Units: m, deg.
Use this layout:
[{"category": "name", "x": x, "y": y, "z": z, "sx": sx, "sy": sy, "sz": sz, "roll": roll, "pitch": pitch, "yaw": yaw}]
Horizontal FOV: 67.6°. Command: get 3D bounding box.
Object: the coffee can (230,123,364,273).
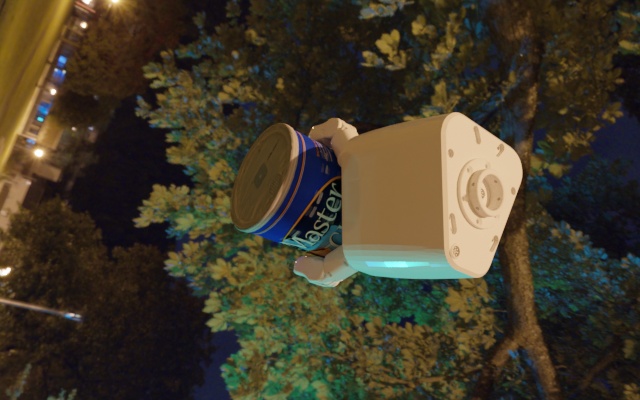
[{"category": "coffee can", "x": 0.000, "y": 0.002, "z": 0.459, "sx": 0.140, "sy": 0.103, "sz": 0.103, "roll": 23, "pitch": -13, "yaw": -31}]
